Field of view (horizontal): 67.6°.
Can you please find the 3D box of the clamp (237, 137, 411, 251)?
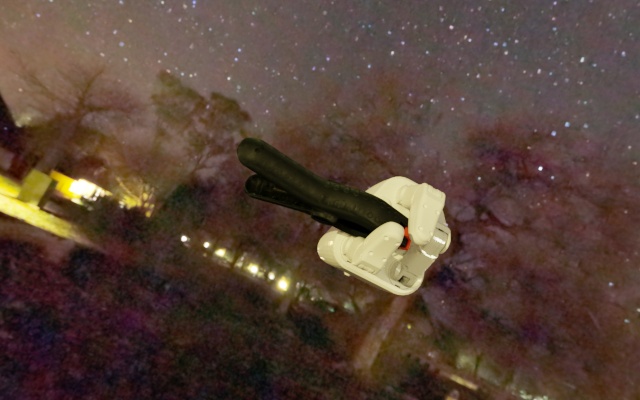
[{"bbox_3d":[0.000,0.001,0.437,0.171,0.039,0.120,27,-10,-8],"label":"clamp"}]
